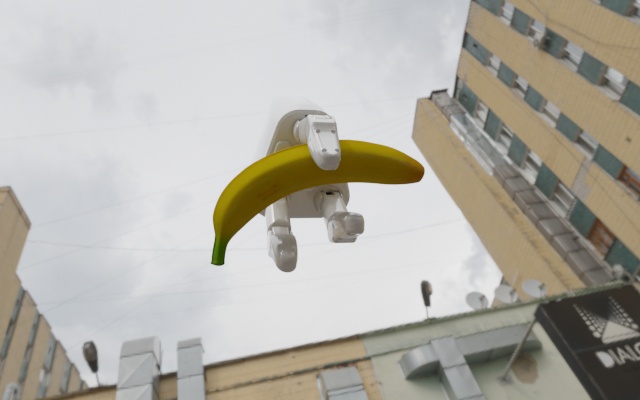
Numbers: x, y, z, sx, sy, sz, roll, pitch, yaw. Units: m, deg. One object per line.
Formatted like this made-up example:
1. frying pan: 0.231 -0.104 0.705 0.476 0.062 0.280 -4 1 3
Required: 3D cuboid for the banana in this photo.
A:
1. banana: -0.010 -0.015 0.405 0.198 0.069 0.037 -23 8 -8
